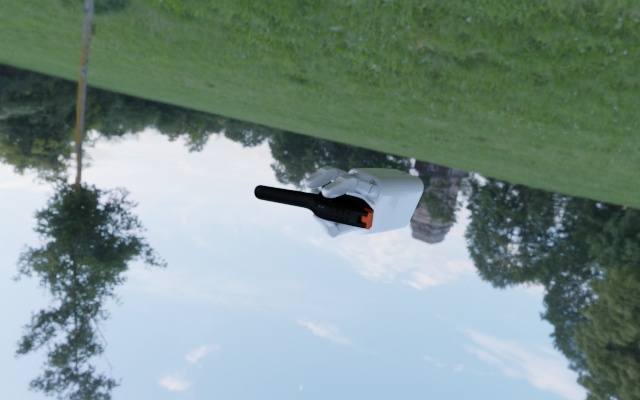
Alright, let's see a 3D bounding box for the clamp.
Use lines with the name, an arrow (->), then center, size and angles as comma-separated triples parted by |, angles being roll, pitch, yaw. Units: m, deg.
clamp -> 0.001, 0.003, 0.782 | 0.164, 0.036, 0.210 | -6, 20, -33
